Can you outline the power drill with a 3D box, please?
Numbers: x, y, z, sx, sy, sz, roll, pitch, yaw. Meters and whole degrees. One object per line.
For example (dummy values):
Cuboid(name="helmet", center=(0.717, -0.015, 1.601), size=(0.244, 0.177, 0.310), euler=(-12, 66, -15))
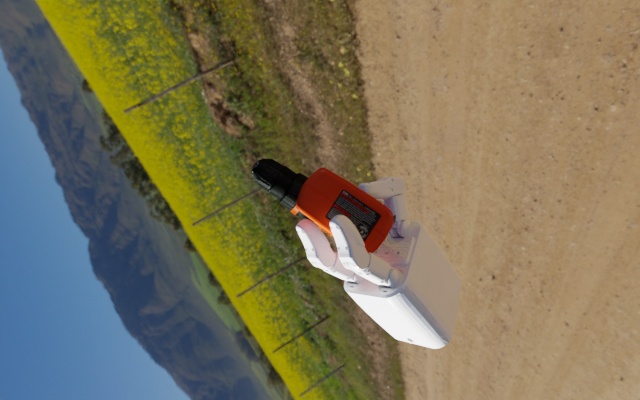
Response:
Cuboid(name="power drill", center=(0.000, 0.002, 0.579), size=(0.184, 0.057, 0.187), euler=(32, -3, -8))
